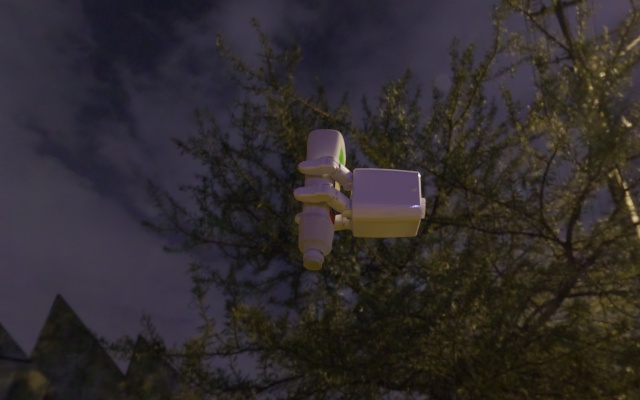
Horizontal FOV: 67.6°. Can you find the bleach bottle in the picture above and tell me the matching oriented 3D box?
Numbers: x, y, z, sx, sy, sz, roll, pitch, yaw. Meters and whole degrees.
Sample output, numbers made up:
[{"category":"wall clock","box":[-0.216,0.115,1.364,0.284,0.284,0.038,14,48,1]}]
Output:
[{"category":"bleach bottle","box":[0.000,0.002,0.784,0.068,0.250,0.103,1,-38,7]}]
